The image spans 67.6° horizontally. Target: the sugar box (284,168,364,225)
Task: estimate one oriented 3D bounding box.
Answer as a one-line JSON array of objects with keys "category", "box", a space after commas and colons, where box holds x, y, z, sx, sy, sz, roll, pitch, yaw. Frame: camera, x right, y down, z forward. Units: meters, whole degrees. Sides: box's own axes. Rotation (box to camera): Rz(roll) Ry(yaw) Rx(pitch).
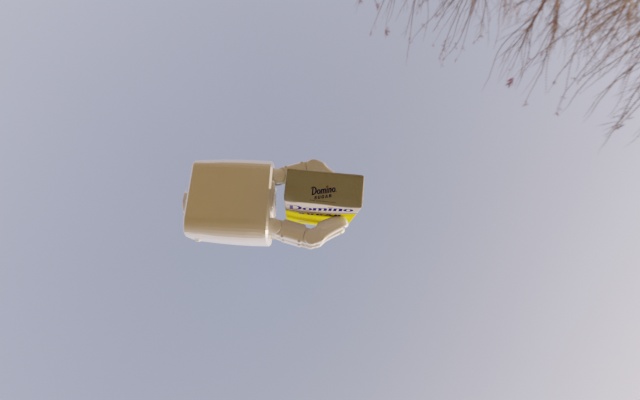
[{"category": "sugar box", "box": [0.000, 0.003, 0.631, 0.093, 0.048, 0.176, 5, -8, -1]}]
